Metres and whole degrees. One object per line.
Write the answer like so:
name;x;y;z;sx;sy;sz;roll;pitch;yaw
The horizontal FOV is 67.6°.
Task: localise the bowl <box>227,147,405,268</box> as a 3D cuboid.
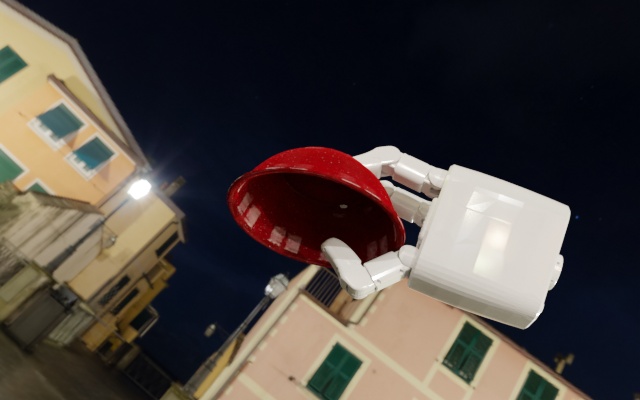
bowl;-0.001;0.001;0.437;0.162;0.055;0.162;11;-32;7
